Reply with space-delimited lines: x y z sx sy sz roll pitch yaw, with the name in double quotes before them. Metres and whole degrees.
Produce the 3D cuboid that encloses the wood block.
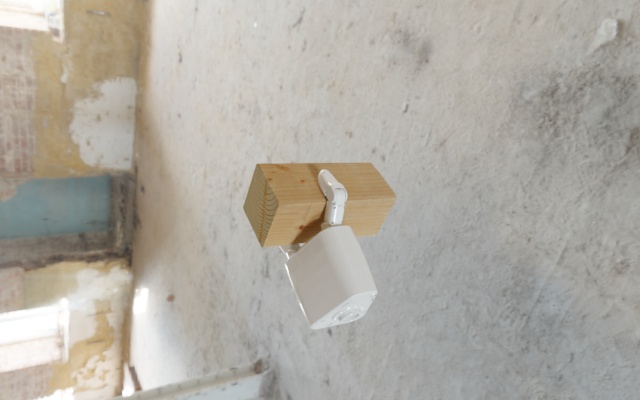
"wood block" 0.000 0.002 0.735 0.206 0.091 0.090 -3 44 -32
